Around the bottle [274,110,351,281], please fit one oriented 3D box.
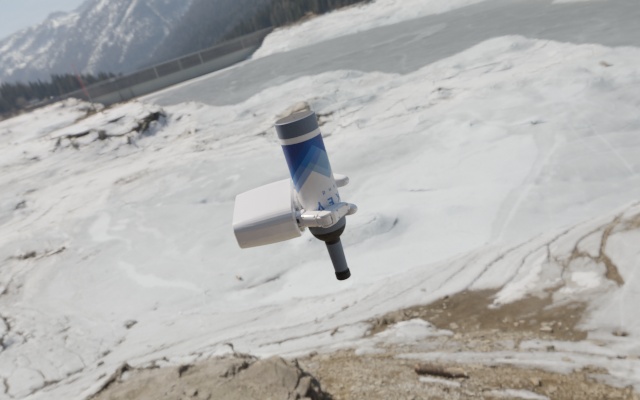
[{"bbox_3d":[0.000,0.002,0.793,0.069,0.296,0.069,-15,20,6],"label":"bottle"}]
